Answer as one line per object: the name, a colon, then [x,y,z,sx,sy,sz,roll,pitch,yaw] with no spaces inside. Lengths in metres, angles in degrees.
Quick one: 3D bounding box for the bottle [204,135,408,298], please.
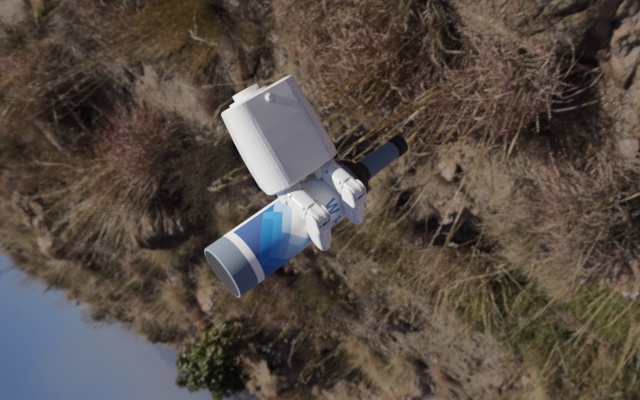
bottle: [0.000,0.002,0.586,0.295,0.069,0.069,-36,17,-24]
